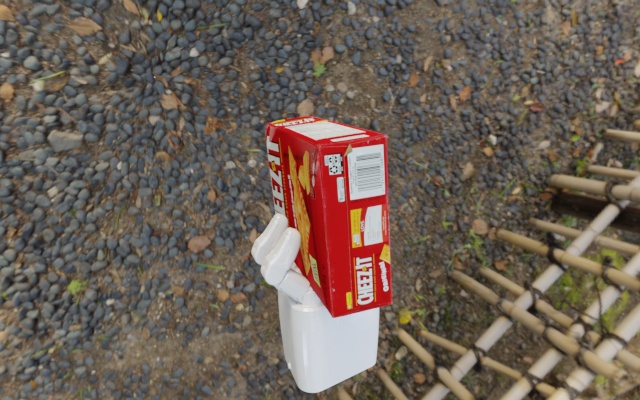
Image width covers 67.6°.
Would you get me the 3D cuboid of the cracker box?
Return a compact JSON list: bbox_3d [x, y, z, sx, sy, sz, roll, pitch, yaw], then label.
[{"bbox_3d":[0.000,0.002,0.516,0.072,0.164,0.213,-9,17,-17],"label":"cracker box"}]
